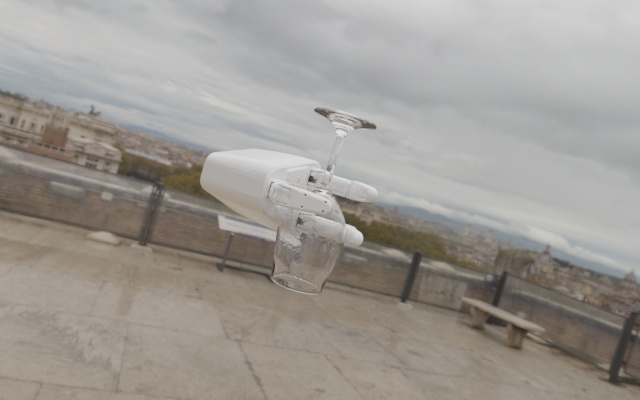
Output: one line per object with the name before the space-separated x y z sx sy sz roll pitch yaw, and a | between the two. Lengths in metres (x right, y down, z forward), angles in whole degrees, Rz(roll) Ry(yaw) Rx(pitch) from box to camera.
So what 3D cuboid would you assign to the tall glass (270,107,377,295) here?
tall glass | 0.000 0.001 0.545 0.079 0.201 0.079 16 1 0
